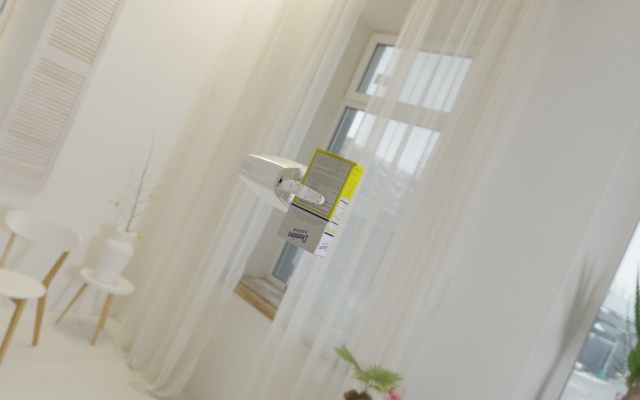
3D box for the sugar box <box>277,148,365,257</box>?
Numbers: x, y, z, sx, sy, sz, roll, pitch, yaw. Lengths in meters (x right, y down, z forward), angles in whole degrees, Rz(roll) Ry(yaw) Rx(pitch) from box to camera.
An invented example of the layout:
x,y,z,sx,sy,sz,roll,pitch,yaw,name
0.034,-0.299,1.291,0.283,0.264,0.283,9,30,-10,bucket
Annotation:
x,y,z,sx,sy,sz,roll,pitch,yaw,name
0.000,0.003,0.856,0.093,0.176,0.048,25,1,34,sugar box
